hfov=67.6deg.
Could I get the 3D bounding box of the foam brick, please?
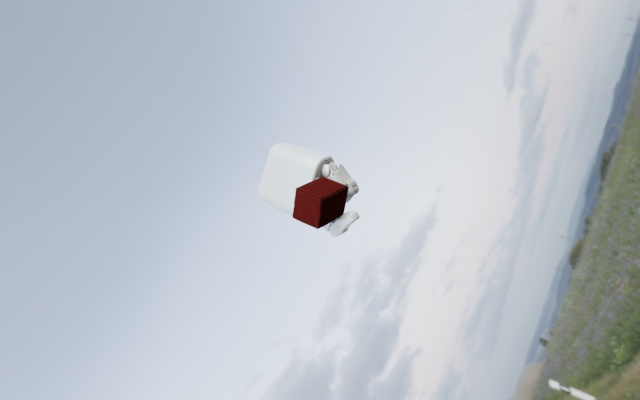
[{"bbox_3d":[0.000,0.002,0.749,0.051,0.053,0.078,23,28,27],"label":"foam brick"}]
